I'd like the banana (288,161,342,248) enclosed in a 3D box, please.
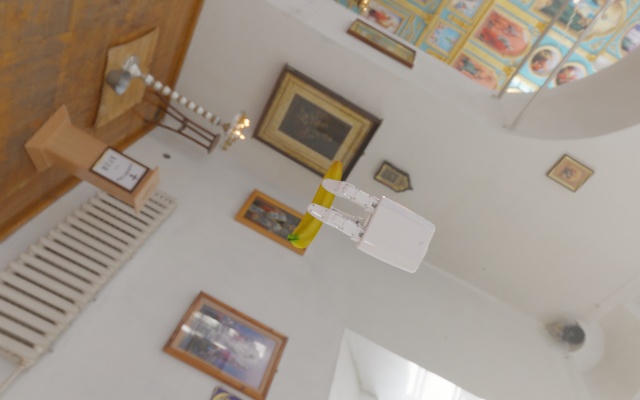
[{"bbox_3d":[-0.005,0.016,0.834,0.037,0.197,0.070,25,-37,5],"label":"banana"}]
